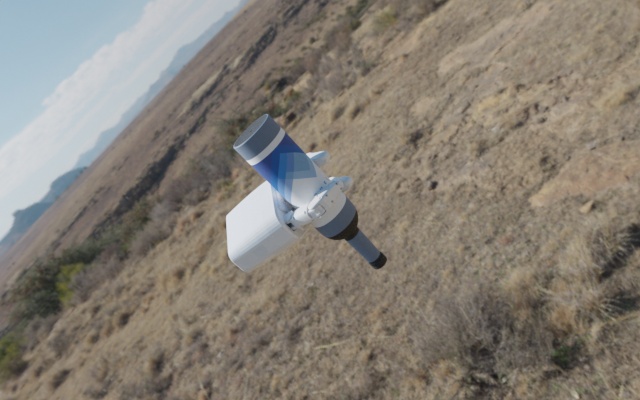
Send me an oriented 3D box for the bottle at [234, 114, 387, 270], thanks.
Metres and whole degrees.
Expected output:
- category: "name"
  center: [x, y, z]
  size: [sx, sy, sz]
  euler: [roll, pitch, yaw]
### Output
- category: "bottle"
  center: [0.000, 0.002, 0.706]
  size: [0.296, 0.069, 0.069]
  euler: [46, -21, -22]
